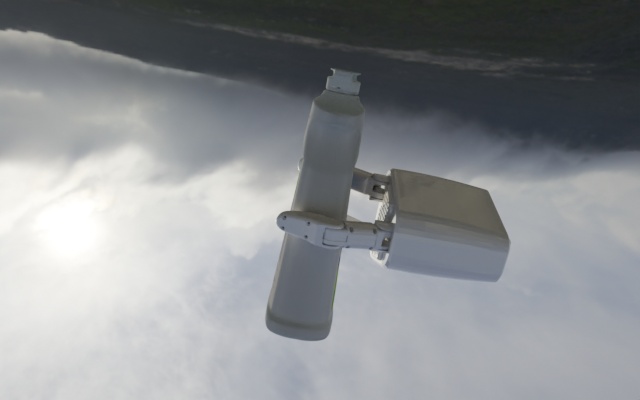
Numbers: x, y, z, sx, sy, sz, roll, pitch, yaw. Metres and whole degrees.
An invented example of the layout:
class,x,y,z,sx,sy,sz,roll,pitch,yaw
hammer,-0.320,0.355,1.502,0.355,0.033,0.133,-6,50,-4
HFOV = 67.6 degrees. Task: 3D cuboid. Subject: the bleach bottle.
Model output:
class,x,y,z,sx,sy,sz,roll,pitch,yaw
bleach bottle,0.000,0.002,0.465,0.068,0.251,0.102,10,17,-2
